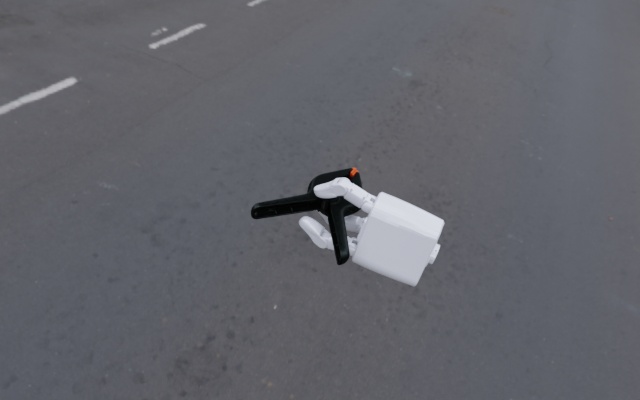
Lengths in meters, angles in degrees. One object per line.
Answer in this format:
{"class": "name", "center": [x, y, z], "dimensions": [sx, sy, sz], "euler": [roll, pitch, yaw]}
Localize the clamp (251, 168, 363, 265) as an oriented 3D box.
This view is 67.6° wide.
{"class": "clamp", "center": [0.001, 0.002, 0.762], "dimensions": [0.164, 0.036, 0.210], "euler": [23, 40, 10]}
